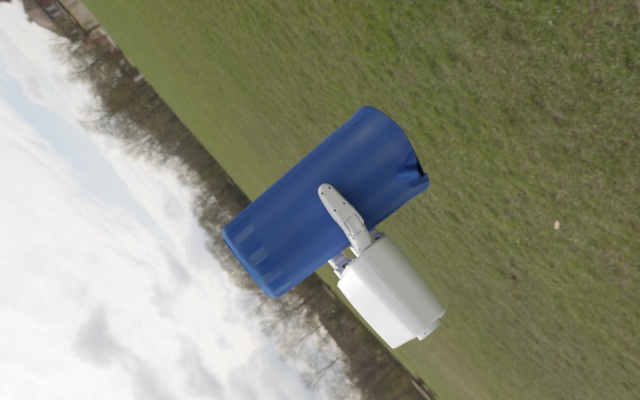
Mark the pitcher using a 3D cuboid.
[{"bbox_3d":[0.000,0.002,0.599,0.243,0.145,0.149,-38,-15,-9],"label":"pitcher"}]
